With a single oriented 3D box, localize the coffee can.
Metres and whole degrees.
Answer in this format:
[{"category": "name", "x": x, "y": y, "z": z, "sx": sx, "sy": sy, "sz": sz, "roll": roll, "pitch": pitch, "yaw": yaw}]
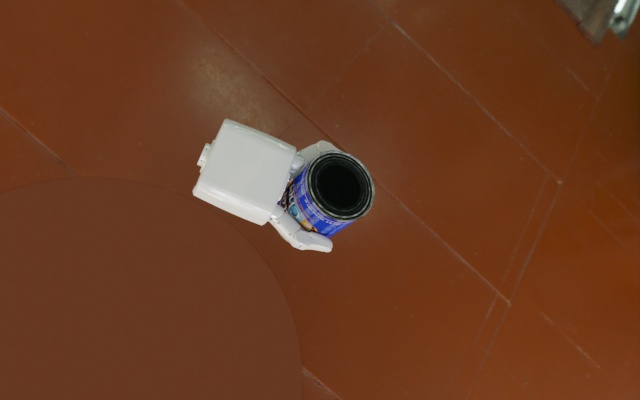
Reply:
[{"category": "coffee can", "x": 0.000, "y": 0.002, "z": 0.696, "sx": 0.103, "sy": 0.102, "sz": 0.140, "roll": 0, "pitch": -19, "yaw": -25}]
